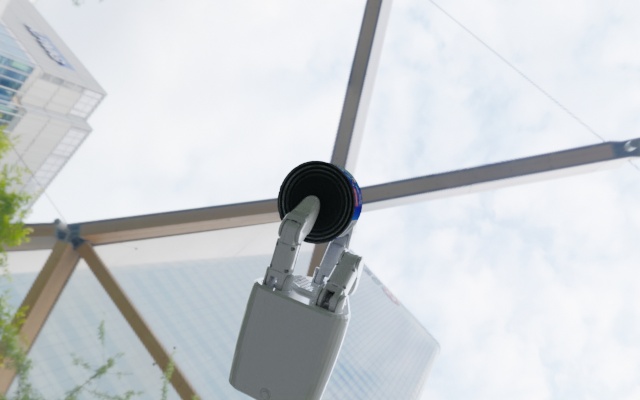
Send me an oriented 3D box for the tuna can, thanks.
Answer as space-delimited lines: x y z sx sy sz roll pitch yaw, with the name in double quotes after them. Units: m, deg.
0.000 0.002 0.503 0.086 0.086 0.034 0 1 21 "tuna can"
